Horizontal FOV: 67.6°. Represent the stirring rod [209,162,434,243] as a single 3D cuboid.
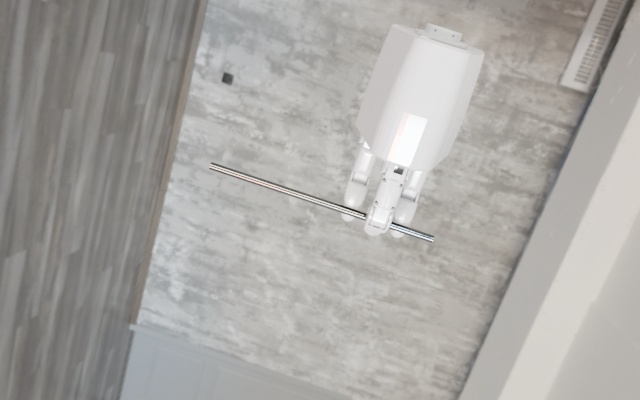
[{"bbox_3d":[0.000,0.002,0.490,0.239,0.011,0.011,18,1,3],"label":"stirring rod"}]
